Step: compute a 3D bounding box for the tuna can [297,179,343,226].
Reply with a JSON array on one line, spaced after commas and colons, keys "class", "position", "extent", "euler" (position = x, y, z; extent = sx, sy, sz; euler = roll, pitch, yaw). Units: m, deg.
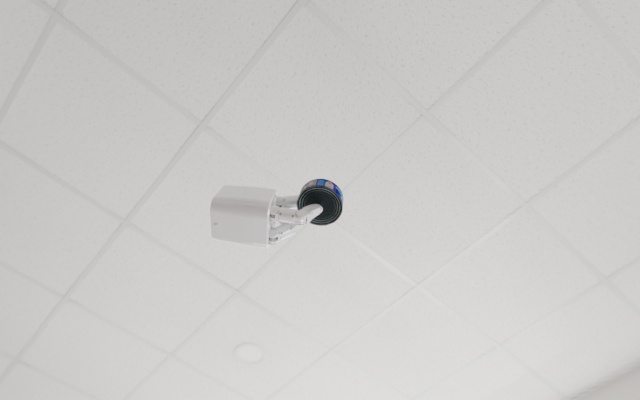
[{"class": "tuna can", "position": [0.000, 0.003, 0.893], "extent": [0.086, 0.086, 0.033], "euler": [0, 31, 8]}]
